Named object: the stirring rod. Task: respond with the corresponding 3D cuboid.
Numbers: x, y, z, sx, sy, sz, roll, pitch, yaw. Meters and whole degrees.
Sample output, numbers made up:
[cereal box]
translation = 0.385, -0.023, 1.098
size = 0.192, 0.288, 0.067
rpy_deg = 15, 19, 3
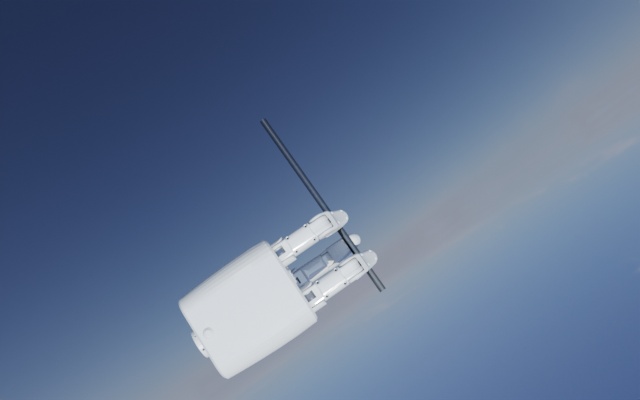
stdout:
[stirring rod]
translation = 0.000, 0.002, 0.544
size = 0.011, 0.239, 0.011
rpy_deg = -34, -11, -7
